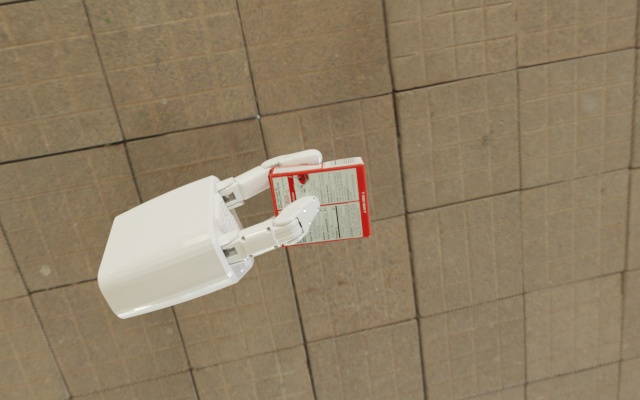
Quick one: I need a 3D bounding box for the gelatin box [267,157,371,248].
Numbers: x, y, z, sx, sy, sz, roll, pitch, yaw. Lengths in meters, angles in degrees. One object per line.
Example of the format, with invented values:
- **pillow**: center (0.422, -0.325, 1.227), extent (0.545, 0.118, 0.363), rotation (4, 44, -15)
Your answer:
- **gelatin box**: center (0.000, 0.002, 0.450), extent (0.089, 0.073, 0.030), rotation (-7, 20, 3)
